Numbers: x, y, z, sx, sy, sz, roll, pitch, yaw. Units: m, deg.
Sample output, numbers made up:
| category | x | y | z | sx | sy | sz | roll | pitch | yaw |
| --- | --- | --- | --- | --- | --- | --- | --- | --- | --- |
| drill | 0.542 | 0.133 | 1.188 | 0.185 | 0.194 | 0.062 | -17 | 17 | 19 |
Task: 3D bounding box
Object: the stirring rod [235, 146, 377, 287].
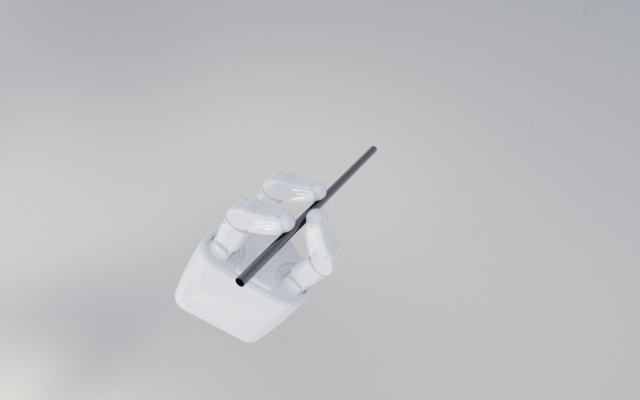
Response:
| category | x | y | z | sx | sy | sz | roll | pitch | yaw |
| --- | --- | --- | --- | --- | --- | --- | --- | --- | --- |
| stirring rod | 0.000 | 0.001 | 0.428 | 0.011 | 0.011 | 0.239 | 0 | 28 | 33 |
